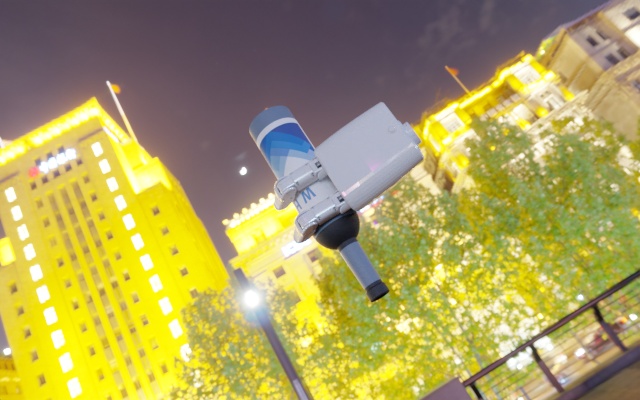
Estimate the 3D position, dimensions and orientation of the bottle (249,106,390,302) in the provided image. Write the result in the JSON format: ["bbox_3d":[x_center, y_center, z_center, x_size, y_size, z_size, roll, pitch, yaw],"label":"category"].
[{"bbox_3d":[0.000,0.002,0.637,0.069,0.295,0.069,-28,-22,-12],"label":"bottle"}]
